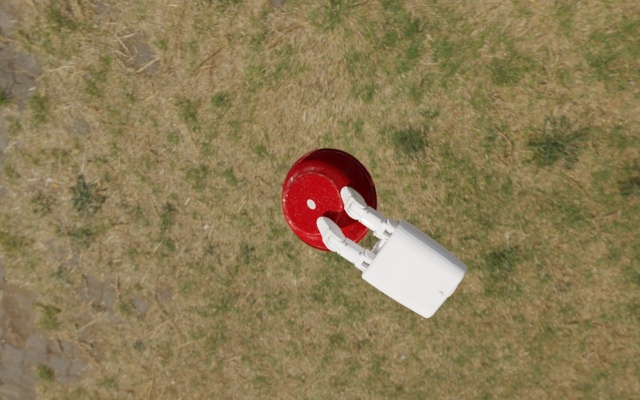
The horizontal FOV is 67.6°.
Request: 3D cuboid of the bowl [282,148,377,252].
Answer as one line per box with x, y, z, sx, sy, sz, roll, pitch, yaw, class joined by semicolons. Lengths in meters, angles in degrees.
-0.001;0.002;0.715;0.162;0.162;0.055;0;6;26;bowl
